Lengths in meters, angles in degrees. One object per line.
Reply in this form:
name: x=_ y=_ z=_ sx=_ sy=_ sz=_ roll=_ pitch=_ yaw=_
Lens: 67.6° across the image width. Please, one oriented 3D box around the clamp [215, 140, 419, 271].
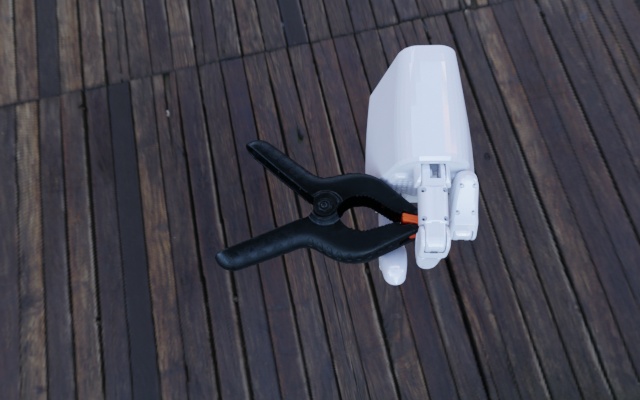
clamp: x=0.000 y=0.001 z=0.406 sx=0.171 sy=0.120 sz=0.039 roll=0 pitch=-17 yaw=3
